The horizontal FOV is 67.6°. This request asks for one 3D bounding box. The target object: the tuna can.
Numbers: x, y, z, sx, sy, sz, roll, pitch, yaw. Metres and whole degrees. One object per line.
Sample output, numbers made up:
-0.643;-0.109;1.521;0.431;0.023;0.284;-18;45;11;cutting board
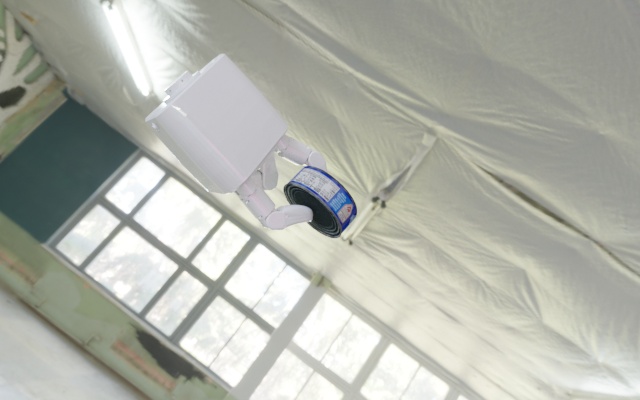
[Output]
0.000;0.001;0.549;0.033;0.086;0.086;-47;21;-21;tuna can
